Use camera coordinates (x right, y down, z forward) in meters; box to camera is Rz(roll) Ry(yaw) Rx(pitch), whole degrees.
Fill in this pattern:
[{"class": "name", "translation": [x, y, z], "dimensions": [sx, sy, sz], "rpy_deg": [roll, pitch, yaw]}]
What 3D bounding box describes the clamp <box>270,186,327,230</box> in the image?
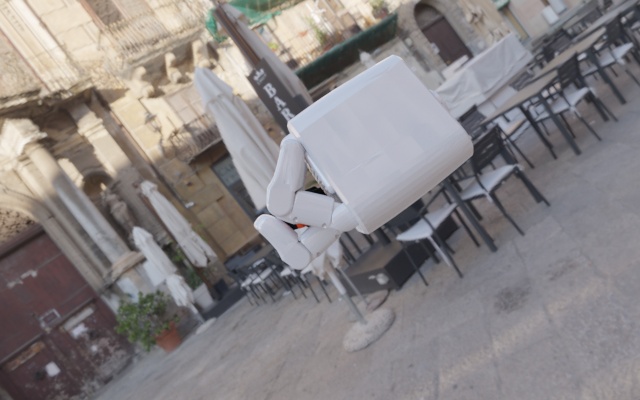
[{"class": "clamp", "translation": [0.000, 0.001, 0.494], "dimensions": [0.120, 0.039, 0.171], "rpy_deg": [-32, 2, -1]}]
